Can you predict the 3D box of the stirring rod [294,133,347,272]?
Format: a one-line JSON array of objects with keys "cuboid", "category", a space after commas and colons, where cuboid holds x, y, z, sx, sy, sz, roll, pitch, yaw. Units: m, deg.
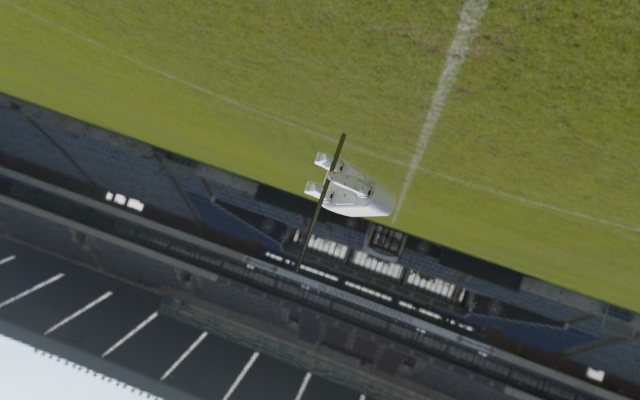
[{"cuboid": [0.000, 0.003, 0.789, 0.011, 0.239, 0.011, 19, -3, 1], "category": "stirring rod"}]
